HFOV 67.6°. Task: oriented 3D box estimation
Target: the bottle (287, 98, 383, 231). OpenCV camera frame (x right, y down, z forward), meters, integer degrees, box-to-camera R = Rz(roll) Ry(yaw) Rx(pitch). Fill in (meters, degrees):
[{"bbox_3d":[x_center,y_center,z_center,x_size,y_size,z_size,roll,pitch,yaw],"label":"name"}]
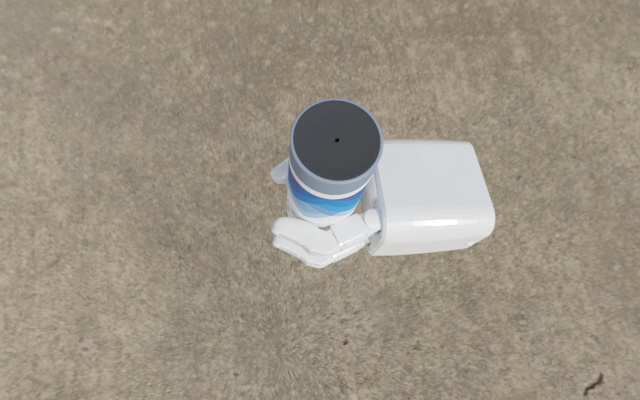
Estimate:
[{"bbox_3d":[0.000,0.001,0.474,0.069,0.069,0.296,0,-17,-5],"label":"bottle"}]
